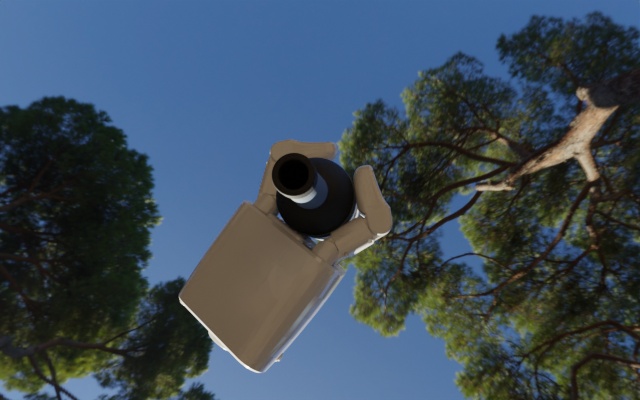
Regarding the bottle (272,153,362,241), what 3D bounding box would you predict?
[{"bbox_3d":[0.000,0.001,0.436,0.069,0.069,0.296,0,-7,7],"label":"bottle"}]
